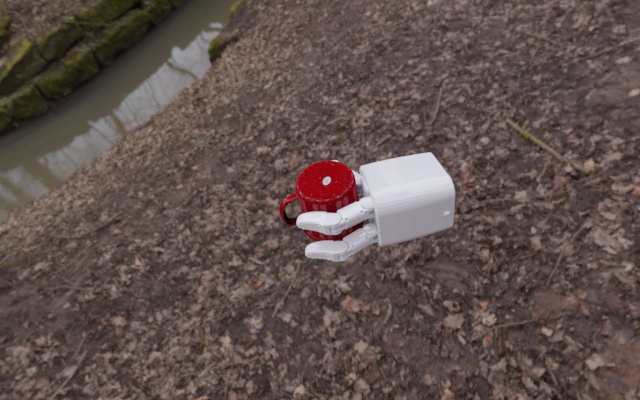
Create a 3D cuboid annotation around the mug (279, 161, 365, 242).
[{"bbox_3d":[-0.001,0.002,0.661,0.117,0.093,0.082,-14,-44,-1],"label":"mug"}]
